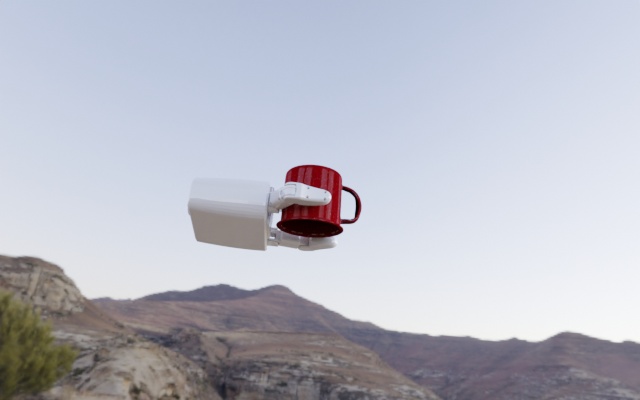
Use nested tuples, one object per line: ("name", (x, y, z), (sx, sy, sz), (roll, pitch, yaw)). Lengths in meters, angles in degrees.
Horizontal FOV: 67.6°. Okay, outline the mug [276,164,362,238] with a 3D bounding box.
("mug", (0.002, 0.002, 0.668), (0.117, 0.081, 0.093), (5, -19, -3))
